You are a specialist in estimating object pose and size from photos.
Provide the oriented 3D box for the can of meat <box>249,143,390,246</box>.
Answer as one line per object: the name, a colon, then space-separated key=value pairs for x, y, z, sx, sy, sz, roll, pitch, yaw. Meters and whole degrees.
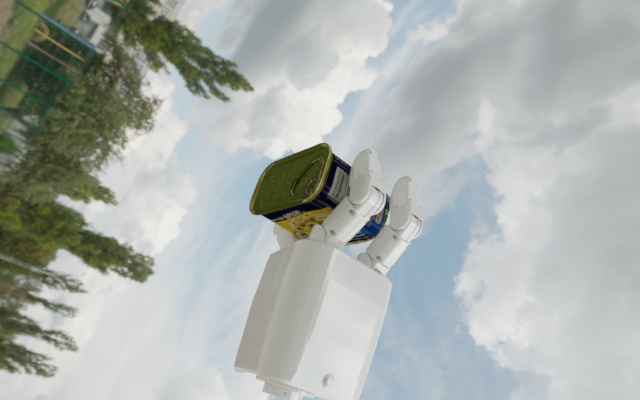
can of meat: x=0.000 y=0.002 z=0.433 sx=0.084 sy=0.057 sz=0.102 roll=34 pitch=-31 yaw=-31
